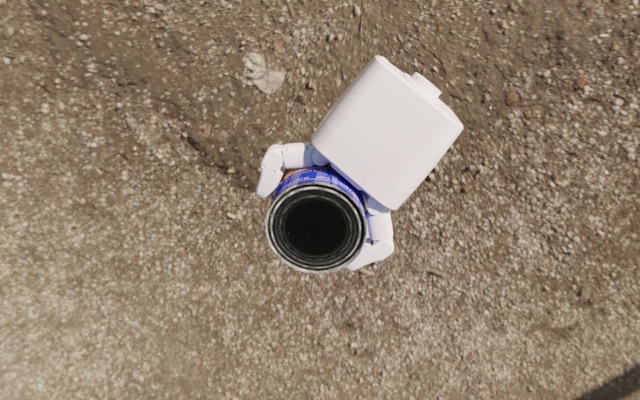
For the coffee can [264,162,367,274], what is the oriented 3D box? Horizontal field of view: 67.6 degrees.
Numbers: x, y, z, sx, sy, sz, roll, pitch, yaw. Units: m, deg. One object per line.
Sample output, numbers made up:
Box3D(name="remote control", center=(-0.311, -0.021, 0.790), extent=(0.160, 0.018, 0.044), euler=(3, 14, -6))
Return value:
Box3D(name="coffee can", center=(0.000, 0.002, 0.535), extent=(0.103, 0.103, 0.140), euler=(0, 24, 5))
